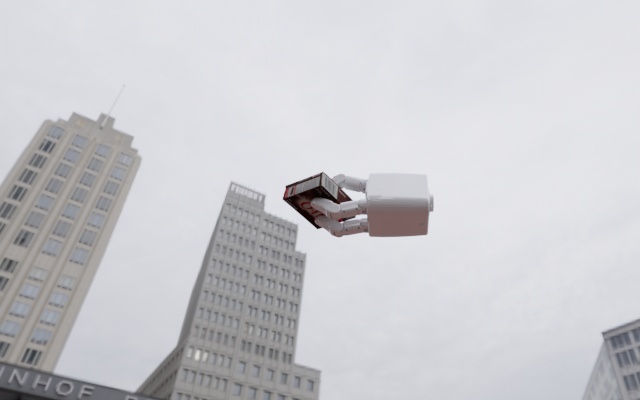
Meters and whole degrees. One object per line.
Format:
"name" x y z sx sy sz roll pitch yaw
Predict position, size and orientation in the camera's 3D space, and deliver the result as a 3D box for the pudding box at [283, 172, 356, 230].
"pudding box" 0.000 0.003 0.883 0.090 0.039 0.113 -20 -47 31
